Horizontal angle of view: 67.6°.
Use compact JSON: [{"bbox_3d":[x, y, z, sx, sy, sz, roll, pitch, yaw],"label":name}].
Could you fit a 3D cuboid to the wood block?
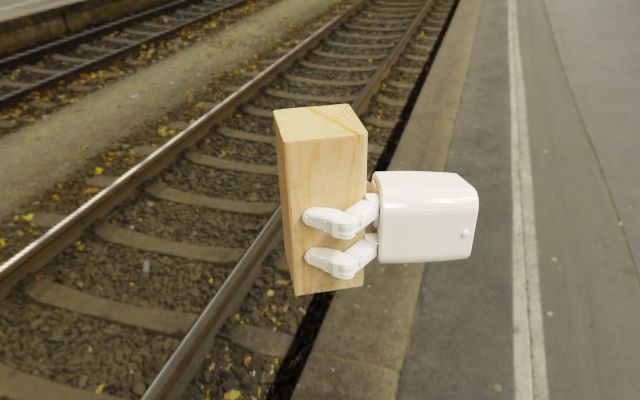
[{"bbox_3d":[0.000,0.002,0.568,0.090,0.206,0.090,-7,33,-8],"label":"wood block"}]
